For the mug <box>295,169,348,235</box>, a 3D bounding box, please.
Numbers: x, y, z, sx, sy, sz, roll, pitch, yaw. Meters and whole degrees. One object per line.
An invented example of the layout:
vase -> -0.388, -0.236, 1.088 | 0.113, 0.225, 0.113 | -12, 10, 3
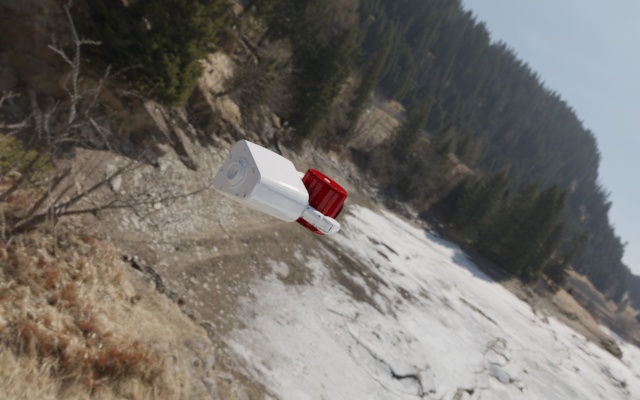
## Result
mug -> 0.001, 0.003, 0.825 | 0.117, 0.081, 0.093 | 24, 14, -47
